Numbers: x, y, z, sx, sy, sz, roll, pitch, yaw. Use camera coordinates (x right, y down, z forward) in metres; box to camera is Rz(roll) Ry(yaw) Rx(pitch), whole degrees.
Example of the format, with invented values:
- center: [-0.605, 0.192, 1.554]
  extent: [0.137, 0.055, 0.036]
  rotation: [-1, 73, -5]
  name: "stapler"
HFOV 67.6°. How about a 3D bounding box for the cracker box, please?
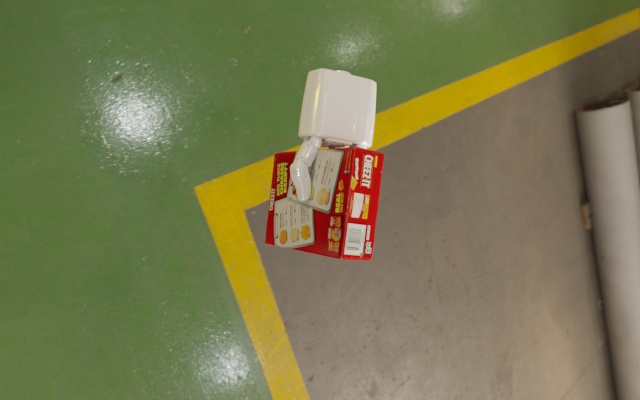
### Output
- center: [0.000, 0.003, 0.772]
  extent: [0.072, 0.164, 0.213]
  rotation: [8, -3, -37]
  name: "cracker box"
